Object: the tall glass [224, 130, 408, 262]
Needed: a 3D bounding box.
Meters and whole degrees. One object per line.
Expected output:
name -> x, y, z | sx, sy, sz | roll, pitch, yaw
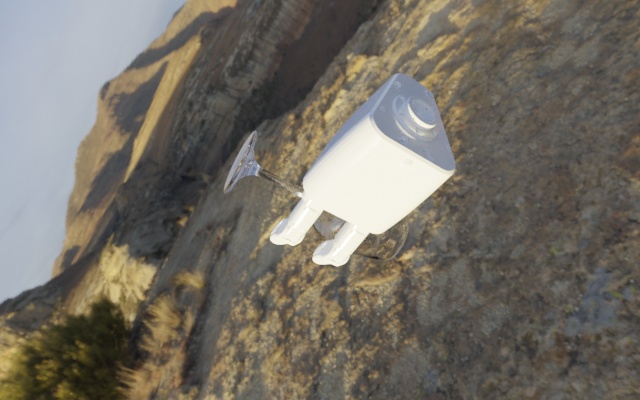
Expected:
tall glass -> -0.001, 0.001, 0.530 | 0.201, 0.079, 0.079 | 27, -9, -19
